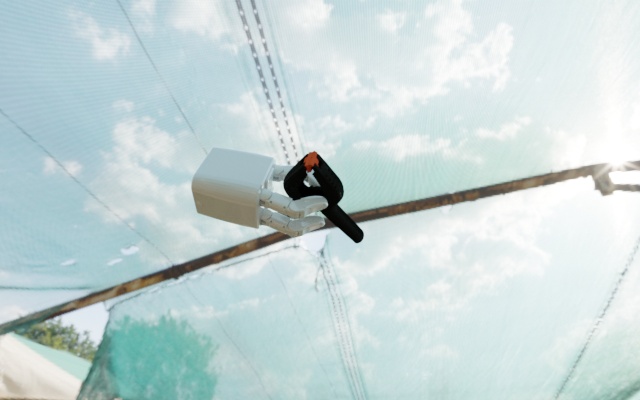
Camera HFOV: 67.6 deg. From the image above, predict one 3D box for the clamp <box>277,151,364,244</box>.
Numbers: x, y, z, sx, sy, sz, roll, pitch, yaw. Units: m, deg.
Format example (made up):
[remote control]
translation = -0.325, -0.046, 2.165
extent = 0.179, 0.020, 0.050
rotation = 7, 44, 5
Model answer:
[clamp]
translation = 0.000, 0.001, 0.760
extent = 0.164, 0.036, 0.210
rotation = 12, -34, 3
